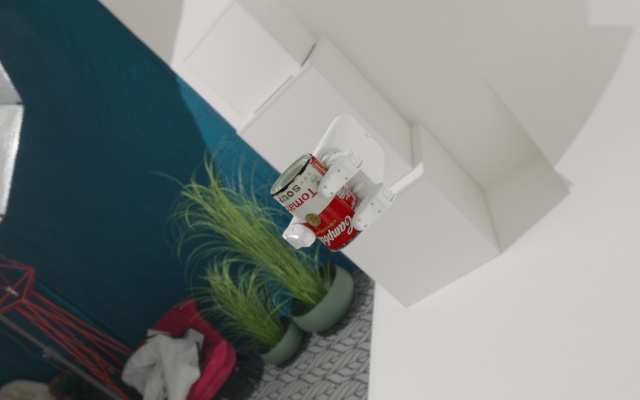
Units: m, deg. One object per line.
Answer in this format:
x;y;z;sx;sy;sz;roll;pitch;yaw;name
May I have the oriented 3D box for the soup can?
0.000;0.002;0.562;0.102;0.068;0.068;44;-15;-16;soup can
